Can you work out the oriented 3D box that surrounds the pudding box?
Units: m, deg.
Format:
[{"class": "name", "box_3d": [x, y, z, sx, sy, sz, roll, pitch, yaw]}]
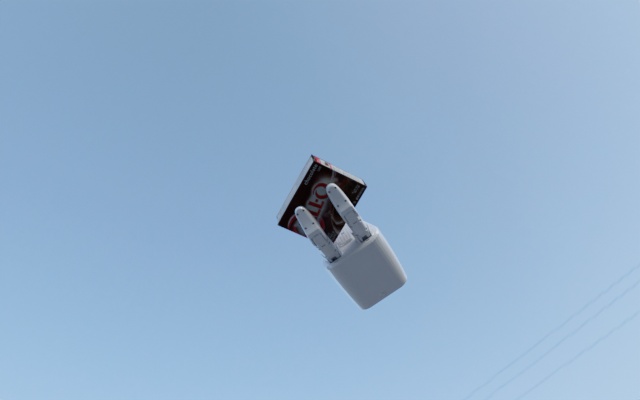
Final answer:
[{"class": "pudding box", "box_3d": [0.000, 0.002, 0.696, 0.090, 0.113, 0.039, 24, 14, -19]}]
